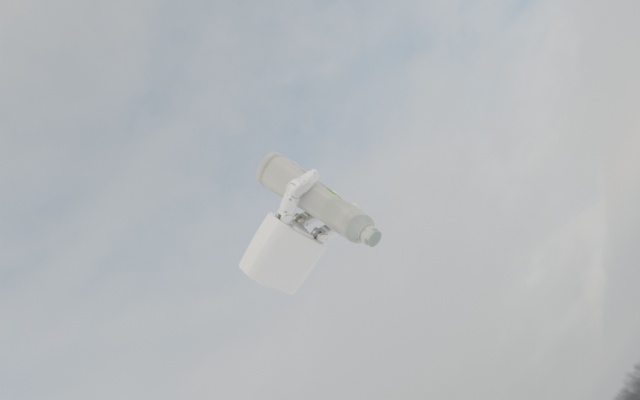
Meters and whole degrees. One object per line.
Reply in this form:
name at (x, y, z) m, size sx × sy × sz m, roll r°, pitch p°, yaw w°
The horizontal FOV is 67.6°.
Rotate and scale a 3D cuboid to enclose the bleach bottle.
bleach bottle at (0.000, 0.003, 0.810) m, size 0.250 × 0.068 × 0.102 m, roll 35°, pitch 6°, yaw 40°
